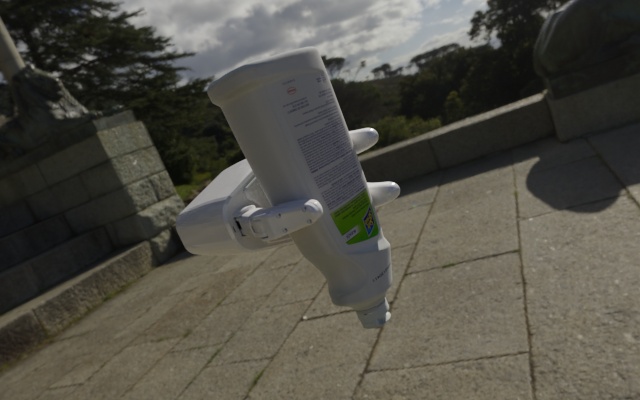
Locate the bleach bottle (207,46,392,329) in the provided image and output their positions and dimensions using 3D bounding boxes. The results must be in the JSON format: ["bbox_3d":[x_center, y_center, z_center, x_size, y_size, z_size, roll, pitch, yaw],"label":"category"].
[{"bbox_3d":[0.000,0.001,0.417,0.068,0.251,0.102,-11,15,46],"label":"bleach bottle"}]
